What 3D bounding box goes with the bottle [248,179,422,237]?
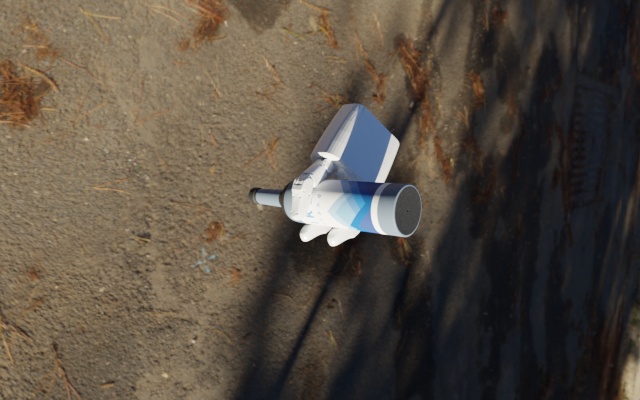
[{"bbox_3d":[0.000,0.002,0.693,0.295,0.069,0.069,5,4,42],"label":"bottle"}]
